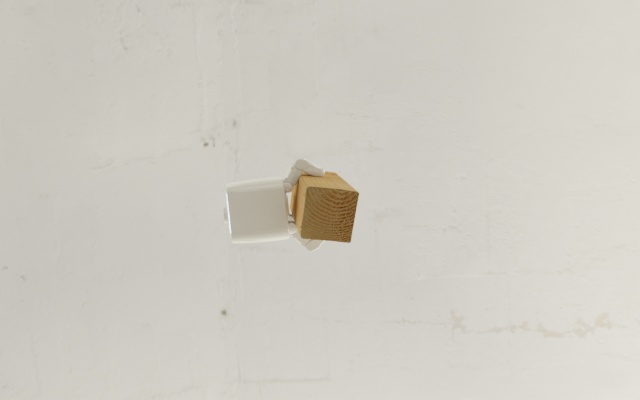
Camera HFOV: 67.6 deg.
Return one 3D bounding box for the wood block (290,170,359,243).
[{"bbox_3d":[0.000,0.003,0.883,0.090,0.091,0.206,6,11,-10],"label":"wood block"}]
